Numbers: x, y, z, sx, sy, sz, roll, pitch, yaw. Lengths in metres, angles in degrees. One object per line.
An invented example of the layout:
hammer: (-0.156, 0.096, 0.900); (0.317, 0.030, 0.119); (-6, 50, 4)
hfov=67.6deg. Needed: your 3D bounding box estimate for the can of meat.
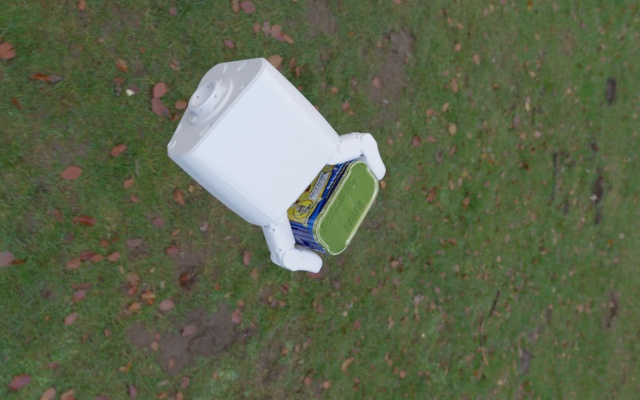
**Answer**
can of meat: (0.000, 0.002, 0.495); (0.084, 0.102, 0.057); (11, -27, 46)
